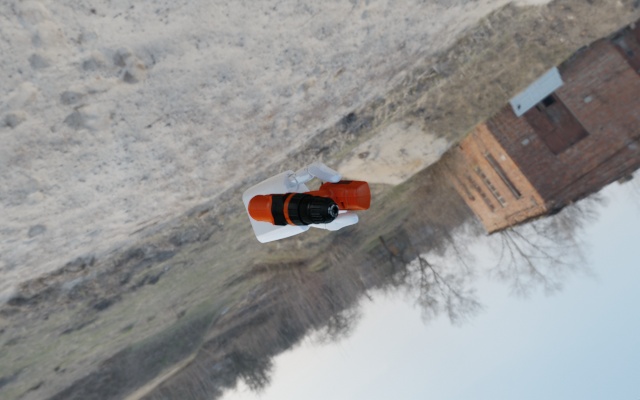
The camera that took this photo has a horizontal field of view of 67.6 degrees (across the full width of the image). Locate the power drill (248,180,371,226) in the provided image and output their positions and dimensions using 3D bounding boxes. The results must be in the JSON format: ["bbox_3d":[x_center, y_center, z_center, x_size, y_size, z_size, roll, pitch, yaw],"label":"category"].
[{"bbox_3d":[0.000,0.003,0.799,0.184,0.057,0.187,3,9,43],"label":"power drill"}]
